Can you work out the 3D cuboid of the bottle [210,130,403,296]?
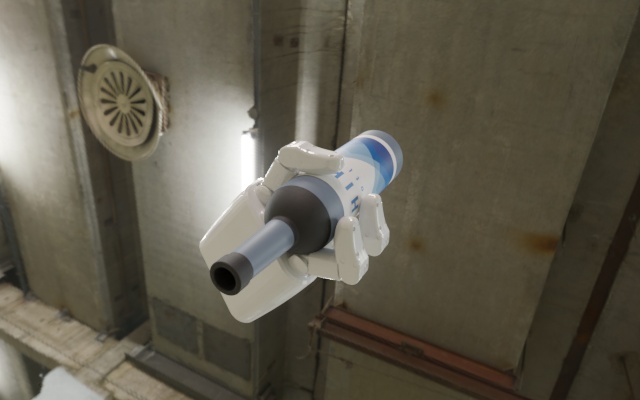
[{"bbox_3d":[0.000,0.001,0.452,0.069,0.069,0.295,0,21,29],"label":"bottle"}]
